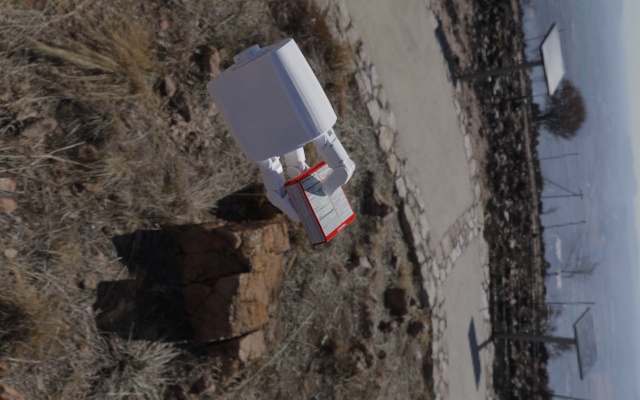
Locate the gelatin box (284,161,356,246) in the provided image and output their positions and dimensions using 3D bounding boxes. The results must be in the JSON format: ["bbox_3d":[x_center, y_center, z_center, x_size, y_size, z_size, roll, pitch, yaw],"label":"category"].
[{"bbox_3d":[0.001,0.002,0.615,0.030,0.089,0.073,-18,12,40],"label":"gelatin box"}]
